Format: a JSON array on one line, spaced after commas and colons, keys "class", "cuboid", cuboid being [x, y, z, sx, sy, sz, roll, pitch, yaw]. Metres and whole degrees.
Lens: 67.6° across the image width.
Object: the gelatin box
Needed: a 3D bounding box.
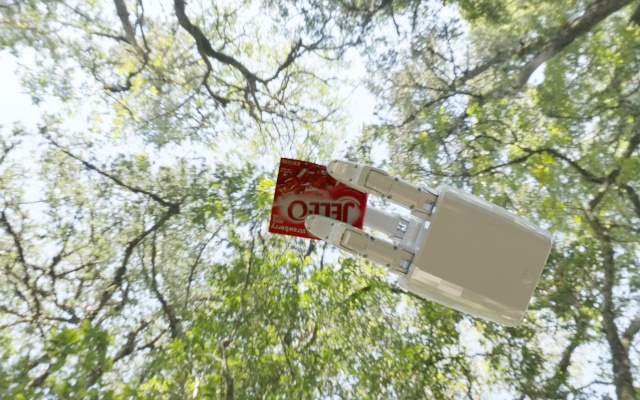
[{"class": "gelatin box", "cuboid": [0.000, 0.001, 0.457, 0.089, 0.073, 0.030, 9, -1, 5]}]
